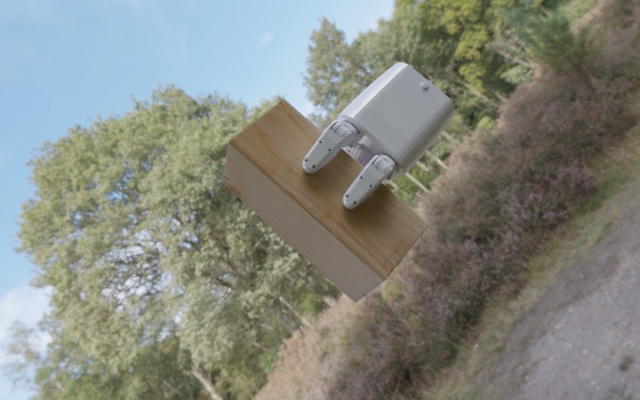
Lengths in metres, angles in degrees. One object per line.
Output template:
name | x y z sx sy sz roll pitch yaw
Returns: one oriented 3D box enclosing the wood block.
wood block | 0.000 0.002 0.524 0.090 0.206 0.091 -45 -7 -29
